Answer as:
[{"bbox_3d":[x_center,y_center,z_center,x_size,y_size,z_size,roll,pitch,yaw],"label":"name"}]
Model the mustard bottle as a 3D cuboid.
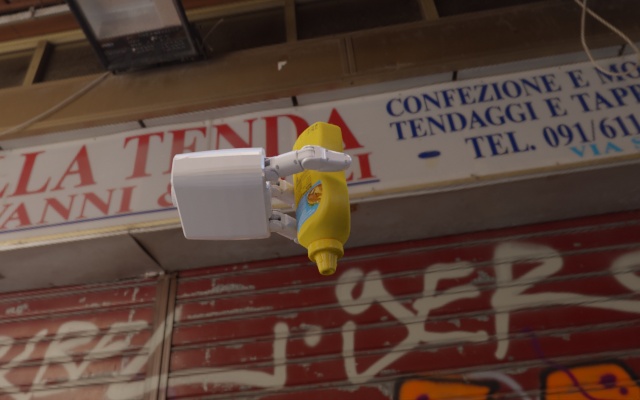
[{"bbox_3d":[0.000,0.002,0.593,0.058,0.191,0.096,12,-37,-23],"label":"mustard bottle"}]
